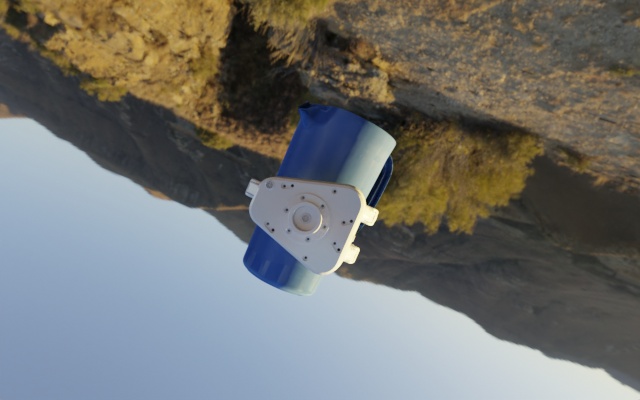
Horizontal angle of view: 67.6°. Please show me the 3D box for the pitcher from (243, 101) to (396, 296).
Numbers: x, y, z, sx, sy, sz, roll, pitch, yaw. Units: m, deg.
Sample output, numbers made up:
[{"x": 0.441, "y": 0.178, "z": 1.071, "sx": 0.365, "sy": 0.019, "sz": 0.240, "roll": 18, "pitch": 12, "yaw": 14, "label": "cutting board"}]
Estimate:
[{"x": 0.000, "y": 0.002, "z": 0.649, "sx": 0.149, "sy": 0.243, "sz": 0.145, "roll": 25, "pitch": 0, "yaw": 3, "label": "pitcher"}]
